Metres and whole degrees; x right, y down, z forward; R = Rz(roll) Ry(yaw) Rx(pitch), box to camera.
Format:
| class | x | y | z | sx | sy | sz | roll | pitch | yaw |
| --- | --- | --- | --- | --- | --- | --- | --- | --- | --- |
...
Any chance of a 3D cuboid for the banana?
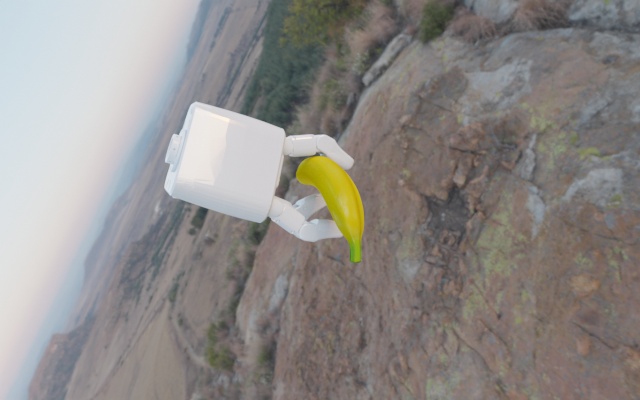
| class | x | y | z | sx | sy | sz | roll | pitch | yaw |
| --- | --- | --- | --- | --- | --- | --- | --- | --- | --- |
| banana | 0.007 | -0.013 | 0.550 | 0.037 | 0.070 | 0.197 | 8 | 26 | -24 |
